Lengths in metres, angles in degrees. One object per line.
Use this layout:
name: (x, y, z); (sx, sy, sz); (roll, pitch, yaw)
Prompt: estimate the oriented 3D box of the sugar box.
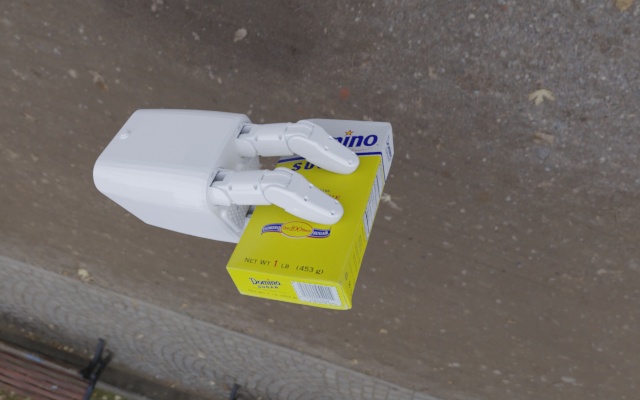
sugar box: (0.000, 0.001, 0.405); (0.093, 0.176, 0.048); (5, -38, 18)
